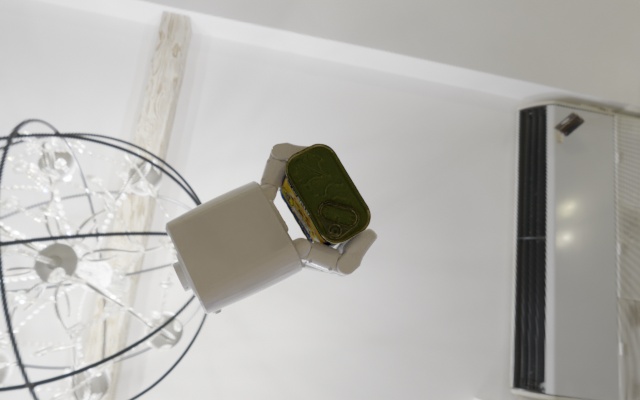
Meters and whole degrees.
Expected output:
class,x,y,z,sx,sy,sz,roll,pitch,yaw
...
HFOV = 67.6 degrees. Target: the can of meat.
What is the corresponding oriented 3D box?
class,x,y,z,sx,sy,sz,roll,pitch,yaw
can of meat,0.000,0.002,0.515,0.057,0.102,0.084,-29,-7,-17
